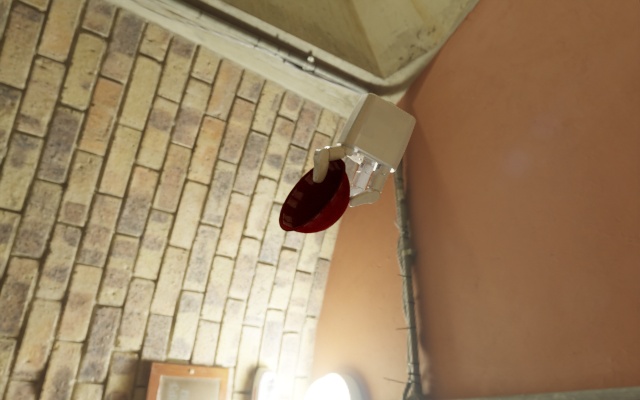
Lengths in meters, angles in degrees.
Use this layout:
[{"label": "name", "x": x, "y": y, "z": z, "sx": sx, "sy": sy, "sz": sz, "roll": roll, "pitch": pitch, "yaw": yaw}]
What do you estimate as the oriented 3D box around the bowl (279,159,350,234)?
[{"label": "bowl", "x": 0.000, "y": 0.004, "z": 0.848, "sx": 0.055, "sy": 0.162, "sz": 0.162, "roll": 41, "pitch": -21, "yaw": -26}]
